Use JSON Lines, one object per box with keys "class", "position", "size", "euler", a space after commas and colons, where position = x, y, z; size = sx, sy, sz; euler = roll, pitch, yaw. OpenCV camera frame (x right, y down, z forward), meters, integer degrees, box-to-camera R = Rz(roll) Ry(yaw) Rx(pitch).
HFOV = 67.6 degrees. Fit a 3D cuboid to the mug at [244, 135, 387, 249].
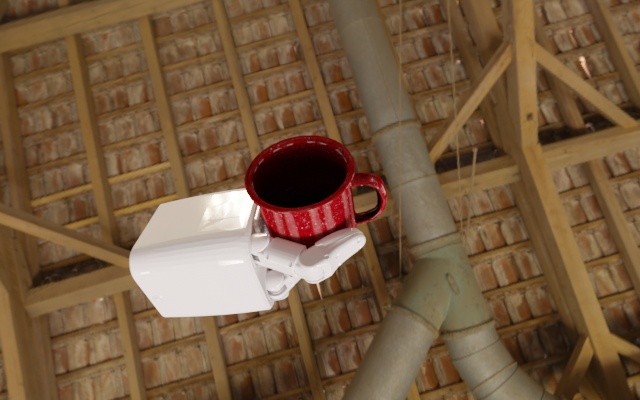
{"class": "mug", "position": [0.002, 0.001, 0.422], "size": [0.117, 0.093, 0.082], "euler": [-6, -44, 6]}
